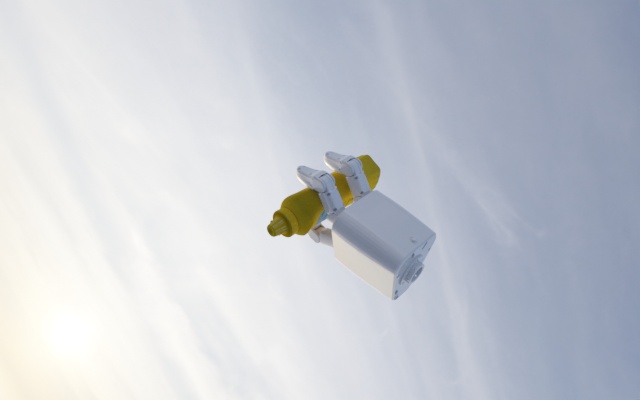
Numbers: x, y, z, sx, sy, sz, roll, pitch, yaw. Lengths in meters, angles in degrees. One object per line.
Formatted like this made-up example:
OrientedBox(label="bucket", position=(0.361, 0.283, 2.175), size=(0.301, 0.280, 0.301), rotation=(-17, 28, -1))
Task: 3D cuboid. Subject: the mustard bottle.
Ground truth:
OrientedBox(label="mustard bottle", position=(0.000, 0.002, 0.692), size=(0.191, 0.058, 0.096), rotation=(-31, -10, -36))
